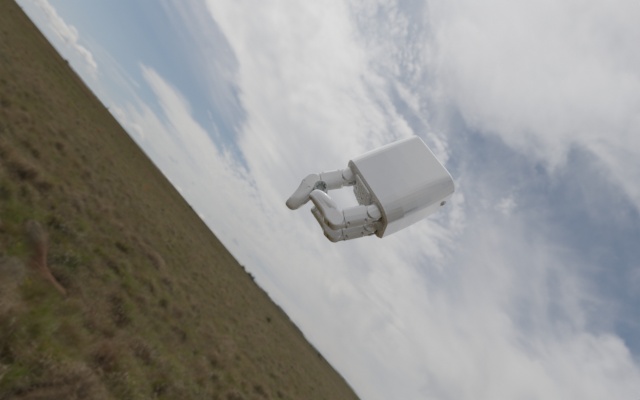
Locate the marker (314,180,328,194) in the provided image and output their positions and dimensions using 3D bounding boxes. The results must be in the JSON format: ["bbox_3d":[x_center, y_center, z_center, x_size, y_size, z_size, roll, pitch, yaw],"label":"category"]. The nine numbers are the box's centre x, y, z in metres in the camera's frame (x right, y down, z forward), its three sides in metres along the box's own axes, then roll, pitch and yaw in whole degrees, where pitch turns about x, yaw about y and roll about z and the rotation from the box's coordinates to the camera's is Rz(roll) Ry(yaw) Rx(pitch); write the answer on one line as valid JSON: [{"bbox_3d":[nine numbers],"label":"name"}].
[{"bbox_3d":[0.000,0.002,0.684,0.020,0.020,0.121,0,-20,-1],"label":"marker"}]
